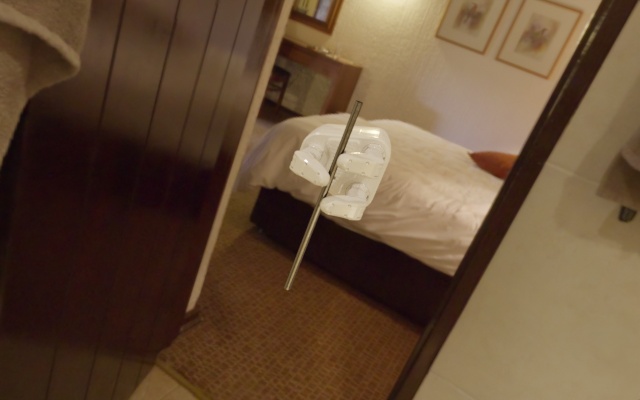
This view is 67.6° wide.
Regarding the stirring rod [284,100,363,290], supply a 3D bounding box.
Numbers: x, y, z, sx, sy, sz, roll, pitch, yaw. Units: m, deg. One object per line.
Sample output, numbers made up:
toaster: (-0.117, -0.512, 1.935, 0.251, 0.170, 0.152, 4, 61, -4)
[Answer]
stirring rod: (0.000, 0.002, 0.543, 0.011, 0.240, 0.011, 19, 20, -7)
